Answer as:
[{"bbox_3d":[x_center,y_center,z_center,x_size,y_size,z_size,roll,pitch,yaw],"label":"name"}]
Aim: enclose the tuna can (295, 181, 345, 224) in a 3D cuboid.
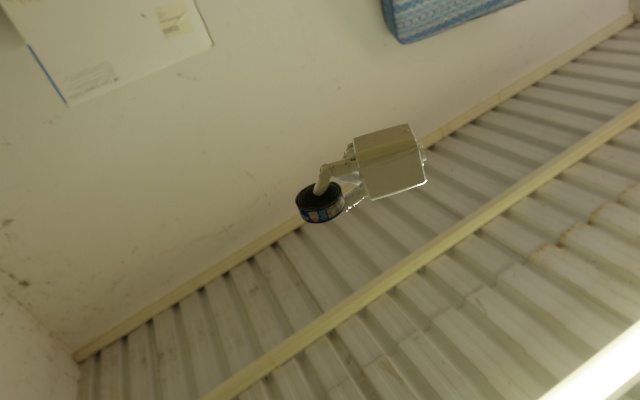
[{"bbox_3d":[0.000,0.003,0.858,0.086,0.034,0.086,-13,34,9],"label":"tuna can"}]
